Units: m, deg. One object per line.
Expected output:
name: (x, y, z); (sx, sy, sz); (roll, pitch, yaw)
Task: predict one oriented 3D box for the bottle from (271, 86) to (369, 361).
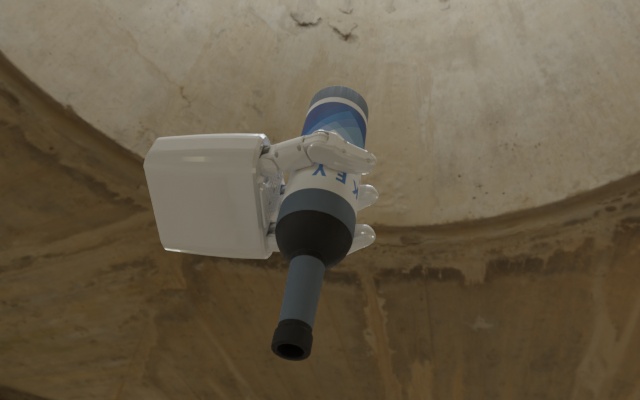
bottle: (0.000, 0.001, 0.427); (0.069, 0.069, 0.295); (0, 43, 11)
